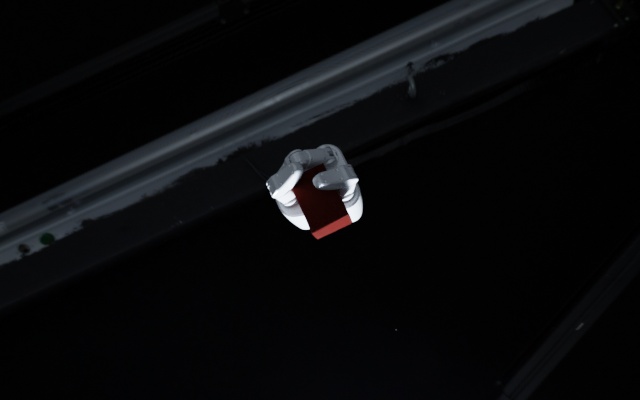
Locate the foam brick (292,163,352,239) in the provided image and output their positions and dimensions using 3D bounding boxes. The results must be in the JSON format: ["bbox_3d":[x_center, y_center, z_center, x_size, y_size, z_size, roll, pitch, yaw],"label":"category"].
[{"bbox_3d":[0.000,0.002,0.610,0.053,0.078,0.051,-25,-18,1],"label":"foam brick"}]
